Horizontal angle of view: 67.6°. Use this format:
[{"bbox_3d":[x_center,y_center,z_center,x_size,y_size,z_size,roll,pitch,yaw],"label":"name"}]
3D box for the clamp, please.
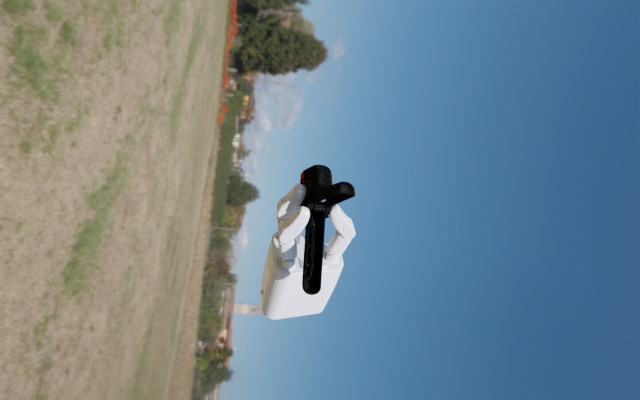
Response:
[{"bbox_3d":[0.001,0.002,0.664,0.036,0.165,0.209,12,34,-15],"label":"clamp"}]
